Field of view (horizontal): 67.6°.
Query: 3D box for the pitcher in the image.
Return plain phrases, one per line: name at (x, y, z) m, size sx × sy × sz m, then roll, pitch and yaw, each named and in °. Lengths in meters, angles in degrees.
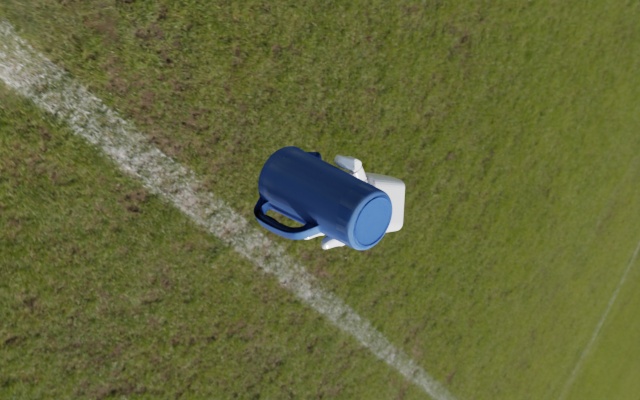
pitcher at (0.000, 0.003, 0.860) m, size 0.145 × 0.149 × 0.242 m, roll 3°, pitch 17°, yaw -45°
